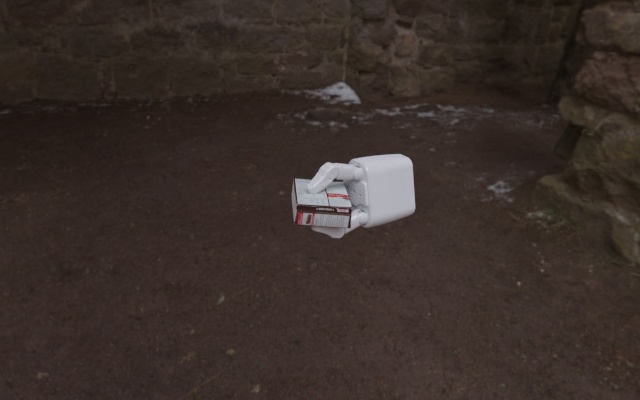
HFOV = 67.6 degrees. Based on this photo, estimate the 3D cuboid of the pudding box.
[{"bbox_3d":[0.000,0.002,0.774,0.090,0.039,0.113,3,22,-7],"label":"pudding box"}]
